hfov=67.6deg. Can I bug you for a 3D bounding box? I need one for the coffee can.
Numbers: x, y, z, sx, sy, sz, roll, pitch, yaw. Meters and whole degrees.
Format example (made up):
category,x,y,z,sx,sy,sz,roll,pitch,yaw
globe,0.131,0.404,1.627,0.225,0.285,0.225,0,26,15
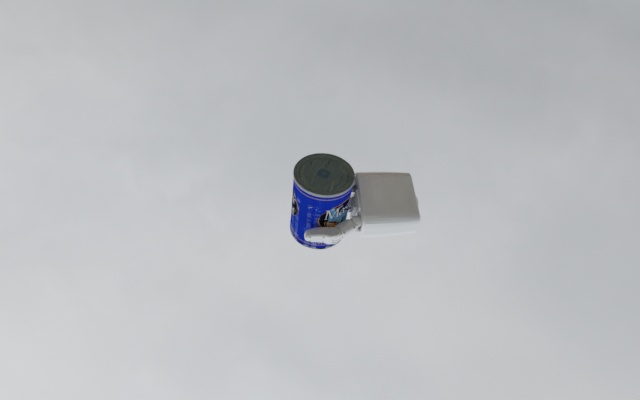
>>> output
category,x,y,z,sx,sy,sz,roll,pitch,yaw
coffee can,0.000,0.003,0.838,0.103,0.102,0.140,0,-44,-7
